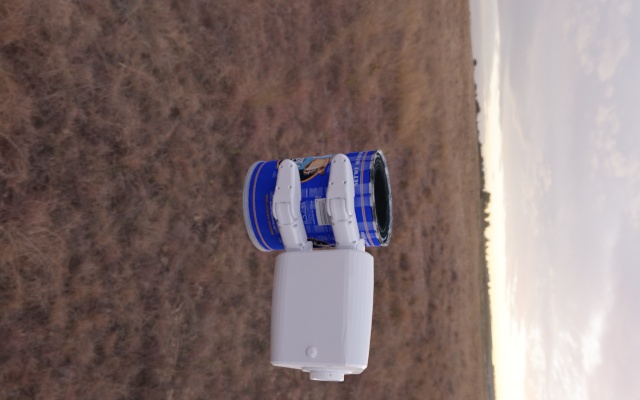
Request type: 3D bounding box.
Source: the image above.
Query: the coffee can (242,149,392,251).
[{"bbox_3d":[0.000,0.002,0.523,0.140,0.103,0.103,-4,-1,18],"label":"coffee can"}]
